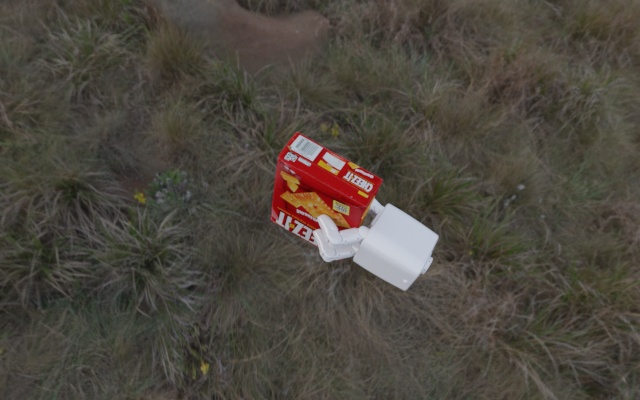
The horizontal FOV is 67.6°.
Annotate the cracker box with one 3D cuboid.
[{"bbox_3d":[0.000,0.003,0.836,0.164,0.072,0.214,30,-31,8],"label":"cracker box"}]
